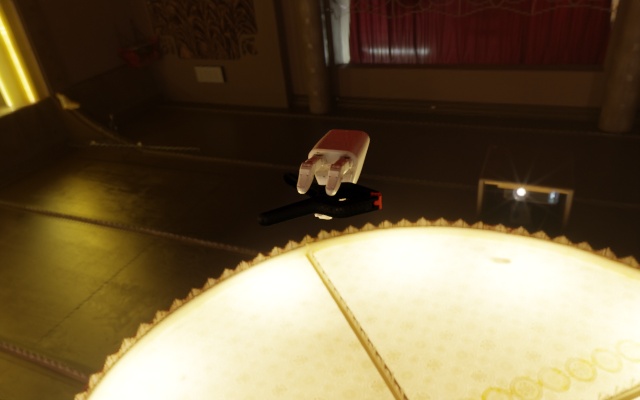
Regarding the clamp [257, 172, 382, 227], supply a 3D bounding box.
[{"bbox_3d":[0.001,0.003,0.845,0.210,0.036,0.164,6,34,20],"label":"clamp"}]
